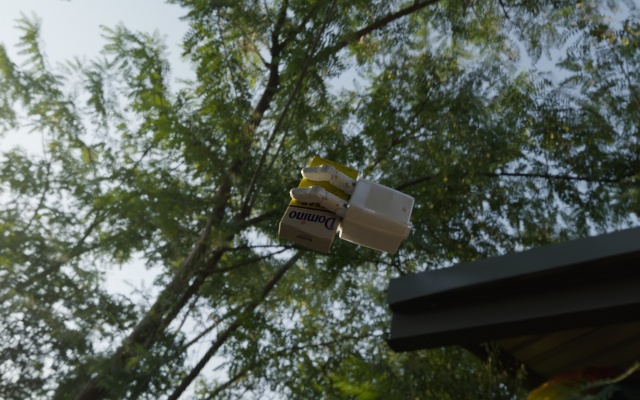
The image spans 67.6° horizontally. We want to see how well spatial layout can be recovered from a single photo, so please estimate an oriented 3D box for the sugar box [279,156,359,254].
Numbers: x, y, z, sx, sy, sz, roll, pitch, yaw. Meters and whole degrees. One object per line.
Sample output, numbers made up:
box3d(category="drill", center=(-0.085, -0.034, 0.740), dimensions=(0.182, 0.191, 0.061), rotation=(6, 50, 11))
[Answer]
box3d(category="sugar box", center=(0.000, 0.002, 0.854), dimensions=(0.093, 0.176, 0.048), rotation=(19, -42, 6))
